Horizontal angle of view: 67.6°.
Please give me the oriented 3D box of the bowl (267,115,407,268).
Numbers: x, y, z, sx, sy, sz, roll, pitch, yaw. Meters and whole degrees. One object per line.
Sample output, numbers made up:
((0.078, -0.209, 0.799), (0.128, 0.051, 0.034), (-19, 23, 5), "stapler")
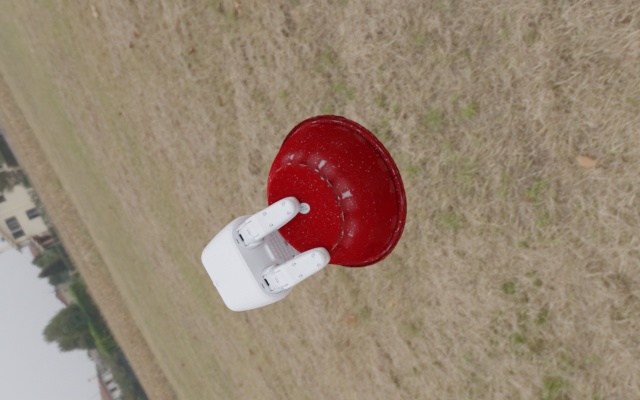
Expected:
((0.000, 0.001, 0.464), (0.162, 0.162, 0.055), (0, 18, 39), "bowl")
